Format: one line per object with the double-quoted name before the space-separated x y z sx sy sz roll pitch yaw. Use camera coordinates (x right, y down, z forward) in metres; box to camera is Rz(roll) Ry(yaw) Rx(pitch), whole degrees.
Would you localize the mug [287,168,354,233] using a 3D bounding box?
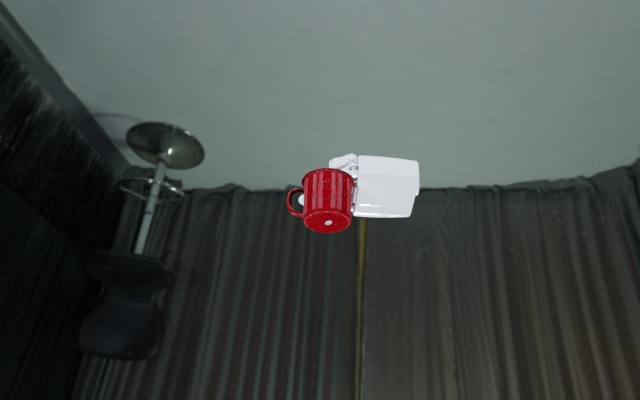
"mug" -0.001 0.003 0.820 0.117 0.081 0.093 1 -31 1
